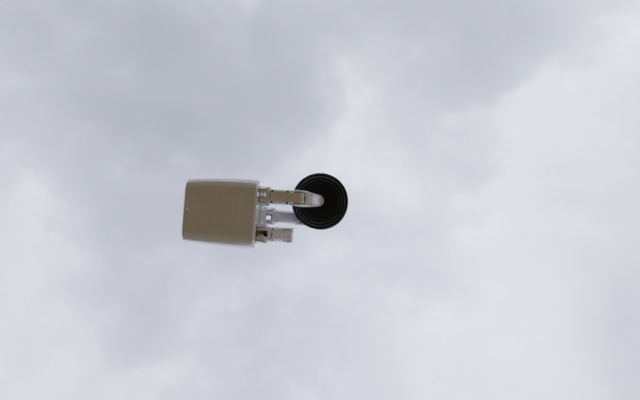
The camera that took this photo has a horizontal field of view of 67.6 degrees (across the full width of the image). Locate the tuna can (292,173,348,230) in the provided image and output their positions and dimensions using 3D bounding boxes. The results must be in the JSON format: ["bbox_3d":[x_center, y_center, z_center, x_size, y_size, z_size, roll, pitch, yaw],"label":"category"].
[{"bbox_3d":[0.000,0.002,0.732,0.086,0.086,0.034,0,-6,5],"label":"tuna can"}]
